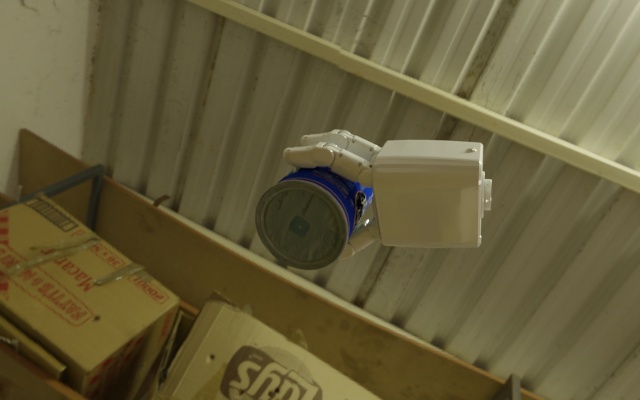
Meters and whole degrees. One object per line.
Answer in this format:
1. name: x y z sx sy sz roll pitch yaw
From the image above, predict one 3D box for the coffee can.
1. coffee can: 0.000 0.002 0.556 0.103 0.103 0.140 0 22 20
